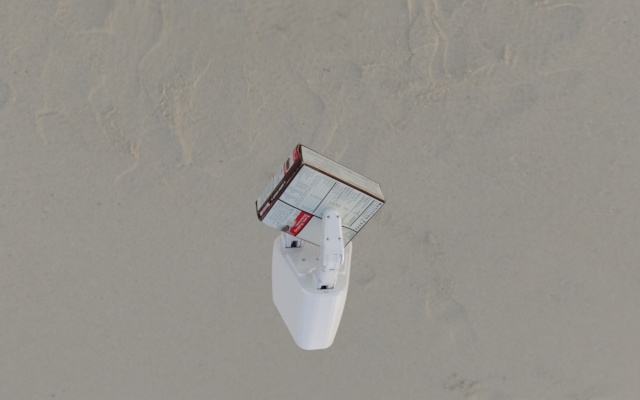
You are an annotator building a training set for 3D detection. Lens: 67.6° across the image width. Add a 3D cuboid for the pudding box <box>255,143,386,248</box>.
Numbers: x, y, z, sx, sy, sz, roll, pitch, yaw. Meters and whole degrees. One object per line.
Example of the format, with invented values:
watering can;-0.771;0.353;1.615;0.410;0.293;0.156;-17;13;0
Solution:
pudding box;0.000;0.002;0.518;0.113;0.090;0.039;23;30;-29
